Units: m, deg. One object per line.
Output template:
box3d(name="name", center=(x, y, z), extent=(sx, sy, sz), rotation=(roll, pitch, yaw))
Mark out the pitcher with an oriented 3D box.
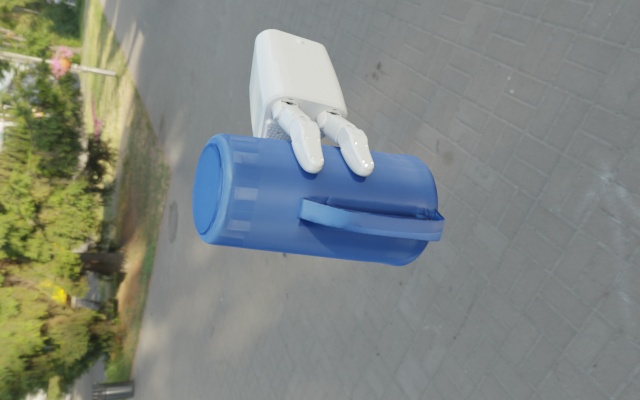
box3d(name="pitcher", center=(0.000, 0.002, 0.505), extent=(0.243, 0.145, 0.149), rotation=(6, -34, -29))
